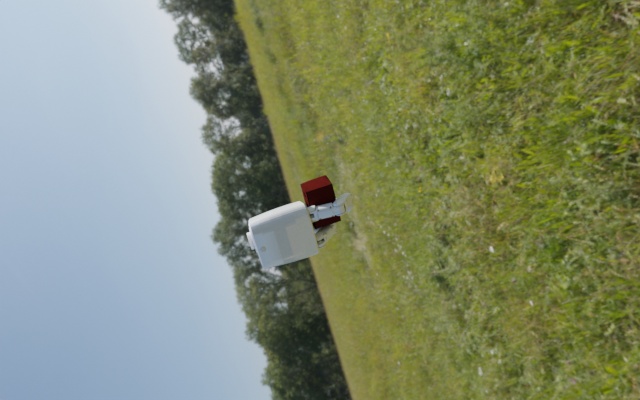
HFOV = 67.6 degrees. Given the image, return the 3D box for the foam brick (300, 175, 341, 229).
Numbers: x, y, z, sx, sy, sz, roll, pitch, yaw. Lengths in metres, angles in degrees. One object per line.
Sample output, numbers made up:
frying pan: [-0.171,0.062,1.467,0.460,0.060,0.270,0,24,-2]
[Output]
foam brick: [0.000,0.003,0.874,0.051,0.078,0.053,-17,22,-7]
